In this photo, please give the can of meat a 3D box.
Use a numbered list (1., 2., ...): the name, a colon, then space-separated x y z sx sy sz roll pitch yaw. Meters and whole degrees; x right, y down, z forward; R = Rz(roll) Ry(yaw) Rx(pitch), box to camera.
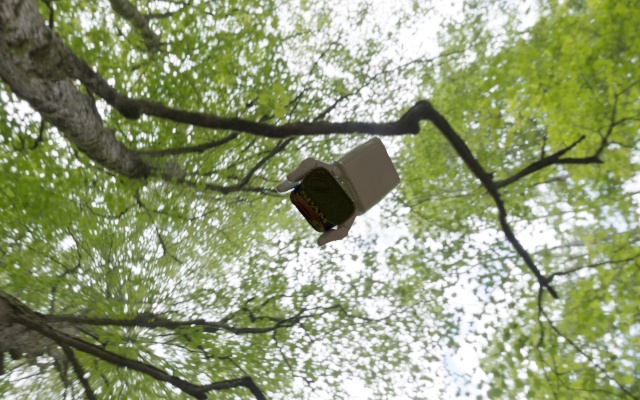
1. can of meat: 0.000 0.003 0.824 0.057 0.102 0.084 -39 1 -26
